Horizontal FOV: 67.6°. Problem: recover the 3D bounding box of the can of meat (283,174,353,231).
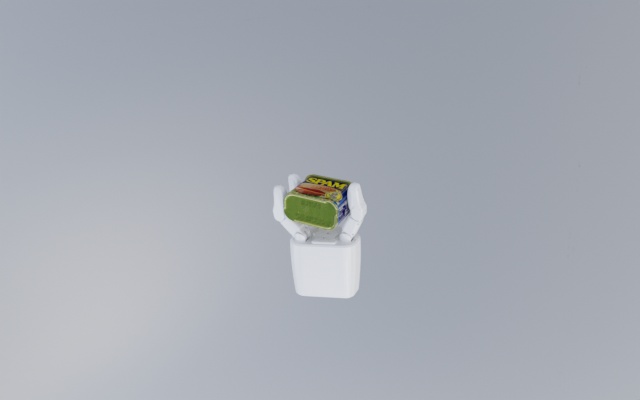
[{"bbox_3d":[0.000,0.003,0.785,0.102,0.057,0.084,12,28,23],"label":"can of meat"}]
